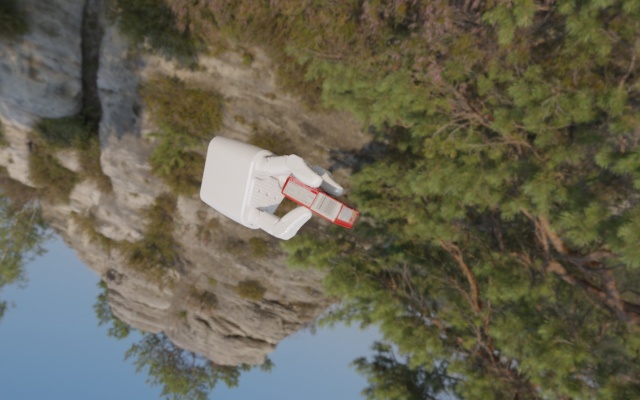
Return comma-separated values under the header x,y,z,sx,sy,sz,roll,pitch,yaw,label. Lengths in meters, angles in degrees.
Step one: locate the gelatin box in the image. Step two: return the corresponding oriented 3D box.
x,y,z,sx,sy,sz,roll,pitch,yaw,label
0.000,0.003,0.646,0.089,0.030,0.073,28,1,23,gelatin box
